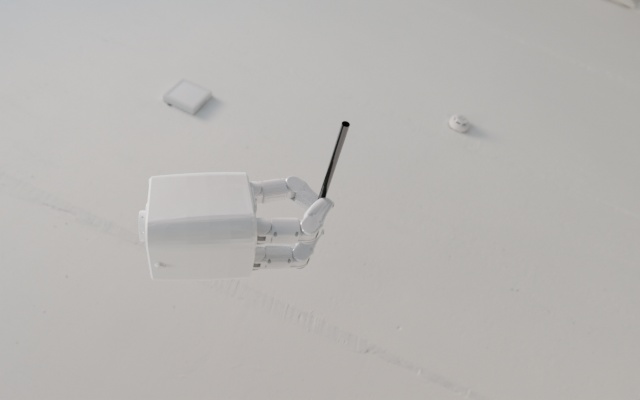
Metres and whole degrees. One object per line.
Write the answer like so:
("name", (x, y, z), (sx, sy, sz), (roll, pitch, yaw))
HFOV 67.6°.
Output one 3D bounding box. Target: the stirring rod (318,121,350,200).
("stirring rod", (0.000, 0.002, 0.535), (0.011, 0.011, 0.240), (0, -37, -14))
